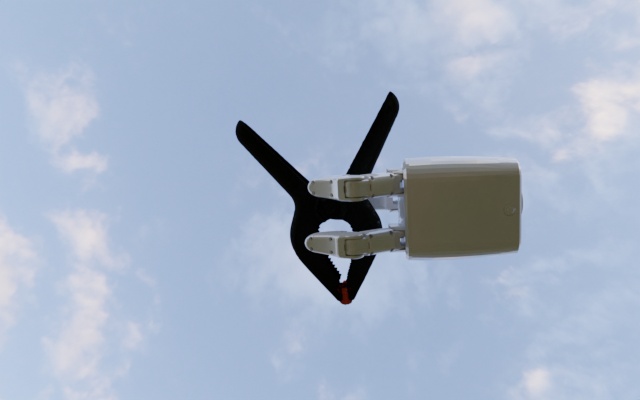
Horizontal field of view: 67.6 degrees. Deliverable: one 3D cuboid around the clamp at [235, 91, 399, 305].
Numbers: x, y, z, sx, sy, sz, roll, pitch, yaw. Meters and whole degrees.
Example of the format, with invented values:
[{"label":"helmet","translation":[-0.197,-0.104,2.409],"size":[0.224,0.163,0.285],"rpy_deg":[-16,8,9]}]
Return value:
[{"label":"clamp","translation":[0.000,0.002,0.486],"size":[0.164,0.210,0.036],"rpy_deg":[-2,8,9]}]
